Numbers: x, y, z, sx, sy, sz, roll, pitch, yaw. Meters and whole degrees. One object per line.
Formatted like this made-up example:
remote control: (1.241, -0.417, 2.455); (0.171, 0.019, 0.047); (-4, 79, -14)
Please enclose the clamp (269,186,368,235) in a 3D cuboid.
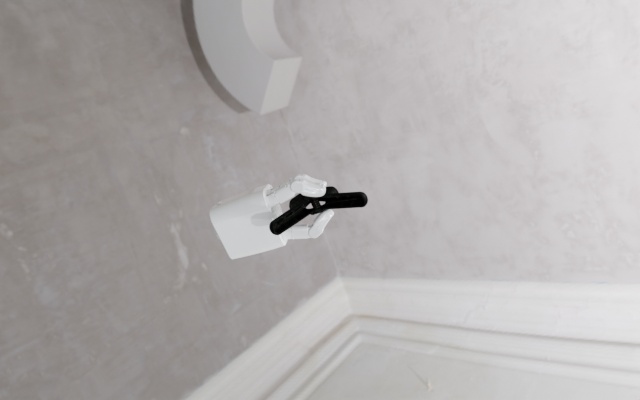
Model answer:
clamp: (0.000, 0.003, 0.850); (0.164, 0.036, 0.210); (-16, 11, 6)
